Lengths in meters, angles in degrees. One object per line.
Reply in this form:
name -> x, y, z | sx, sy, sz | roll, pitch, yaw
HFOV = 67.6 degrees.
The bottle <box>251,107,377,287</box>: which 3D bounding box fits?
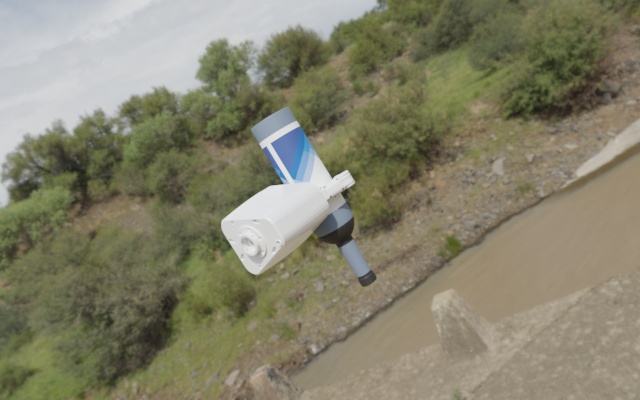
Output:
bottle -> 0.000, 0.002, 0.730 | 0.069, 0.296, 0.069 | -31, 6, 3
